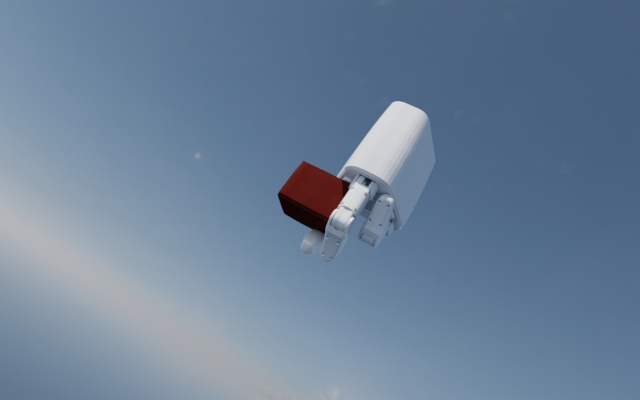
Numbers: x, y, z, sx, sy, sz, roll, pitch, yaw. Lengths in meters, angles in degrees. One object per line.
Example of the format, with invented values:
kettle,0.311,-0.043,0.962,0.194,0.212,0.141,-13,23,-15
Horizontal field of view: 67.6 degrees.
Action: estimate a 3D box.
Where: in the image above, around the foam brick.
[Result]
foam brick,0.000,0.002,0.540,0.078,0.051,0.053,27,-21,15
